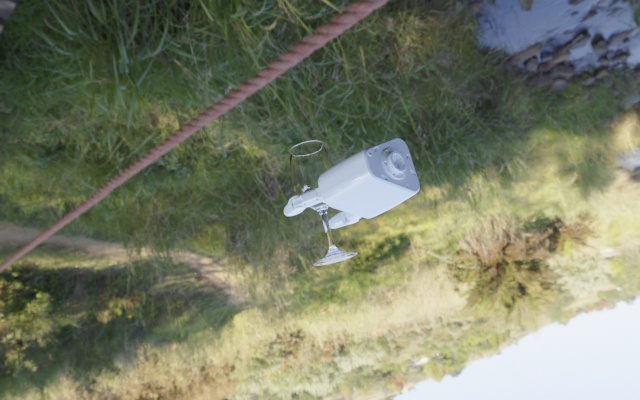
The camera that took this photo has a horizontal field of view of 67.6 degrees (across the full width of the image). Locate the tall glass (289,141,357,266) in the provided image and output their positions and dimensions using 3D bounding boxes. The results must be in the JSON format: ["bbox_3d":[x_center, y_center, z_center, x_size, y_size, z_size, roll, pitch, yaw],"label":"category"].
[{"bbox_3d":[0.000,0.003,0.802,0.079,0.201,0.079,-14,-15,-4],"label":"tall glass"}]
